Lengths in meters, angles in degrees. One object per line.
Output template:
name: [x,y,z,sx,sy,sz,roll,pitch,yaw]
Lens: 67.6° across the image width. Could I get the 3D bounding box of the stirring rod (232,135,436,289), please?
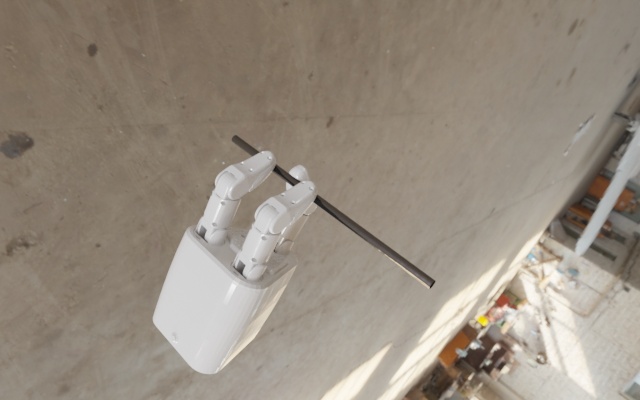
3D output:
stirring rod: [0.000,0.001,0.421,0.239,0.011,0.011,36,19,28]
